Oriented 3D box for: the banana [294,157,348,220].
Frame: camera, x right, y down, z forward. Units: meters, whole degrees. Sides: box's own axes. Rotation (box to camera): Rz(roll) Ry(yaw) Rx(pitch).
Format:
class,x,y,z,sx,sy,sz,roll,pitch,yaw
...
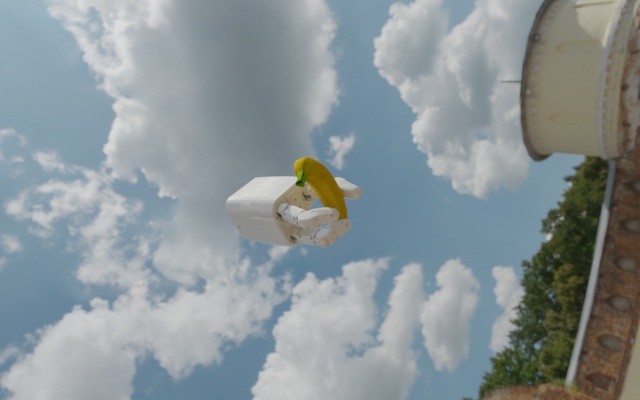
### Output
class,x,y,z,sx,sy,sz,roll,pitch,yaw
banana,0.001,-0.016,0.728,0.037,0.069,0.198,-3,-22,23
